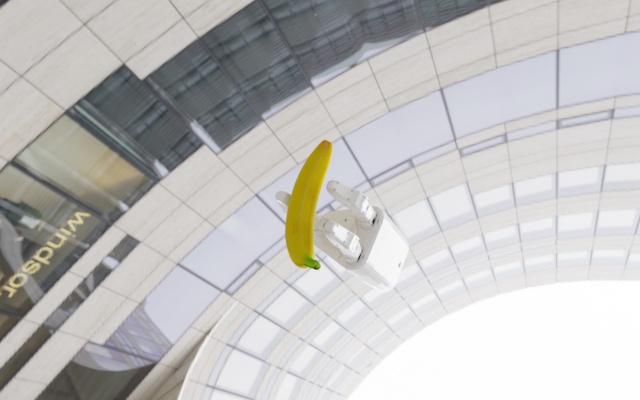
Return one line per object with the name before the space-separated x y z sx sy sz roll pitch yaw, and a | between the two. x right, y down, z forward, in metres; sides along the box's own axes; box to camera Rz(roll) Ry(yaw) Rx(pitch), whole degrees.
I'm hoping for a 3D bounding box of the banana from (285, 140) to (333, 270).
banana | -0.015 0.011 0.622 0.069 0.197 0.037 -22 -41 34
